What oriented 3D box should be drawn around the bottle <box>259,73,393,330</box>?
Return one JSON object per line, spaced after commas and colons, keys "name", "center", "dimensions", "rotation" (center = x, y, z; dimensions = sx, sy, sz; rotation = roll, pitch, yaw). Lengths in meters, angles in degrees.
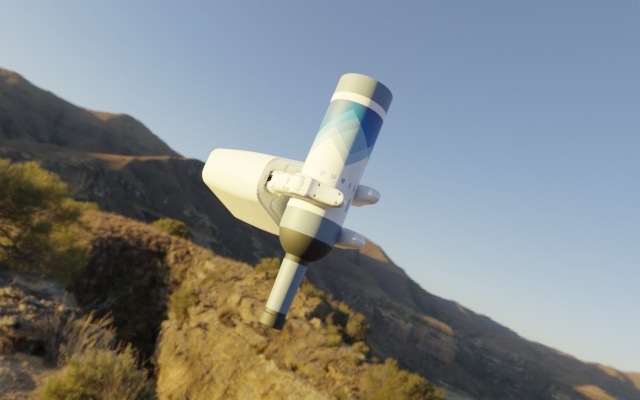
{"name": "bottle", "center": [0.000, 0.002, 0.542], "dimensions": [0.069, 0.295, 0.069], "rotation": [22, -9, 4]}
